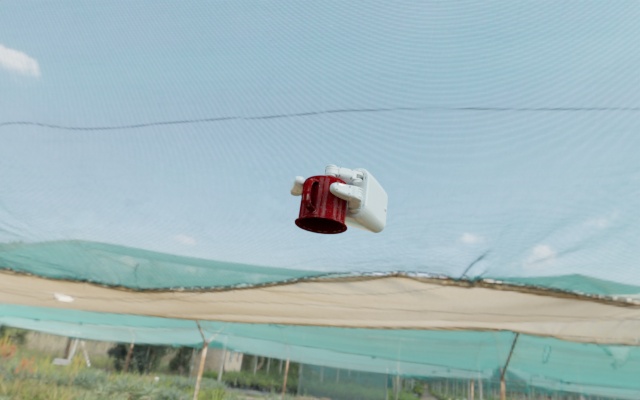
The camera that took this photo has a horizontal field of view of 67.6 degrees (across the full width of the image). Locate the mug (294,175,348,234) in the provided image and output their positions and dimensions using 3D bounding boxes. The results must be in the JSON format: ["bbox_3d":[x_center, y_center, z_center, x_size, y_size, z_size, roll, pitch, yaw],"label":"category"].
[{"bbox_3d":[-0.001,0.002,0.829,0.093,0.081,0.117,-4,-24,28],"label":"mug"}]
